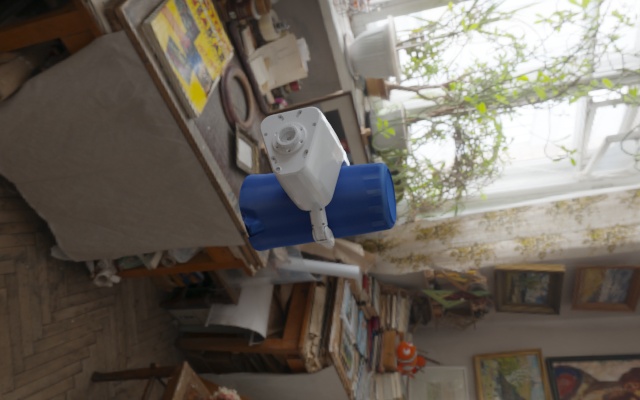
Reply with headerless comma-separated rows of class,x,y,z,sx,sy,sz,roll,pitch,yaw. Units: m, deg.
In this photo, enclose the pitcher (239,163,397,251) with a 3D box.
pitcher,0.000,0.003,0.802,0.243,0.149,0.145,-7,-27,16
